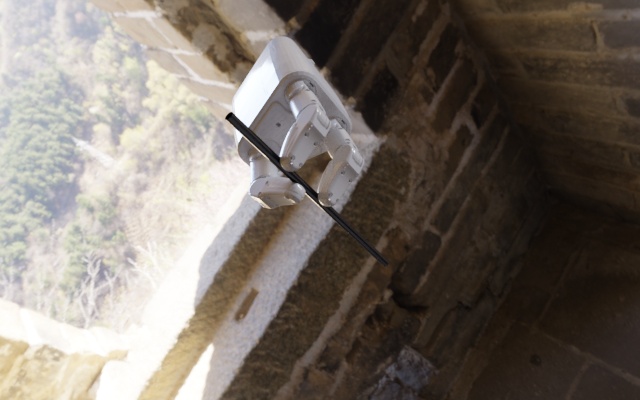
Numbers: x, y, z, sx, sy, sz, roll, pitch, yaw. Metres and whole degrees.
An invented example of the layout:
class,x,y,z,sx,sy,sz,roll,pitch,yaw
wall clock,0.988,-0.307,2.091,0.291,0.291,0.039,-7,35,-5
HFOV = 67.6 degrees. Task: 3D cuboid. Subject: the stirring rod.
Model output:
class,x,y,z,sx,sy,sz,roll,pitch,yaw
stirring rod,0.000,0.001,0.433,0.011,0.011,0.240,0,-33,43
